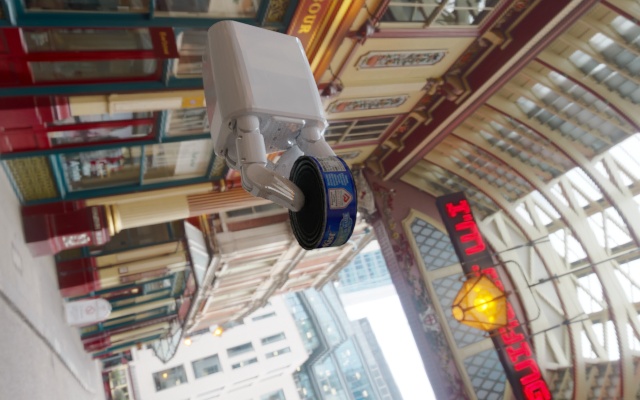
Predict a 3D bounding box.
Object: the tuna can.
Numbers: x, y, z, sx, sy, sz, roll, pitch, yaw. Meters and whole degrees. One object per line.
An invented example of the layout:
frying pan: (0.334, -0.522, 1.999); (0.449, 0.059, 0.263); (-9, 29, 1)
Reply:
tuna can: (0.001, 0.001, 0.436); (0.034, 0.086, 0.086); (-3, 1, -24)
